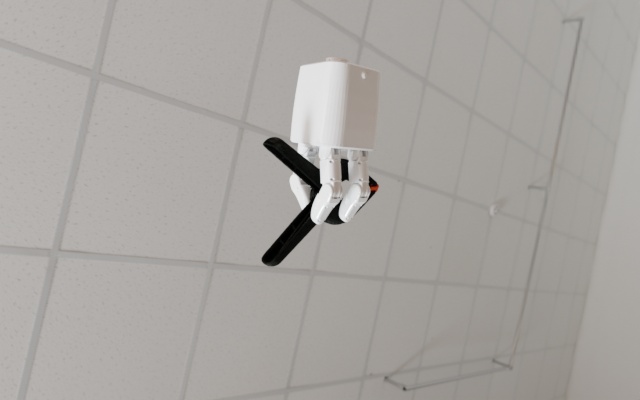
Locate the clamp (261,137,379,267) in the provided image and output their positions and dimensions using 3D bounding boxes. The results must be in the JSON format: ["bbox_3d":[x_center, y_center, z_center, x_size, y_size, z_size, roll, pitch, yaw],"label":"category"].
[{"bbox_3d":[0.000,0.002,0.654,0.210,0.164,0.036,-2,14,-44],"label":"clamp"}]
